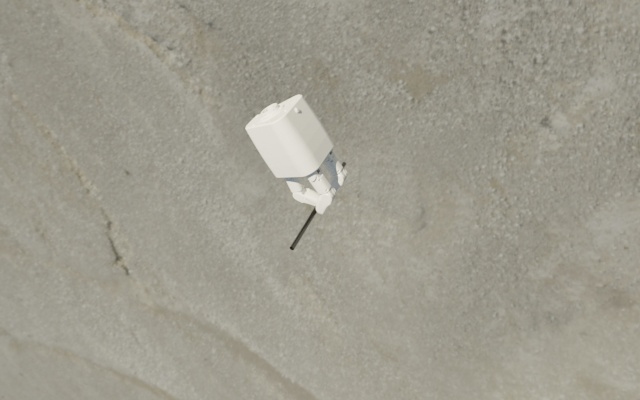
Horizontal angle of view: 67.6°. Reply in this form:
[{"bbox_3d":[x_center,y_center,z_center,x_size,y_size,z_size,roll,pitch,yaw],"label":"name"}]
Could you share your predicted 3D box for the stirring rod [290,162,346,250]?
[{"bbox_3d":[0.000,0.003,0.858,0.011,0.011,0.239,0,39,30],"label":"stirring rod"}]
